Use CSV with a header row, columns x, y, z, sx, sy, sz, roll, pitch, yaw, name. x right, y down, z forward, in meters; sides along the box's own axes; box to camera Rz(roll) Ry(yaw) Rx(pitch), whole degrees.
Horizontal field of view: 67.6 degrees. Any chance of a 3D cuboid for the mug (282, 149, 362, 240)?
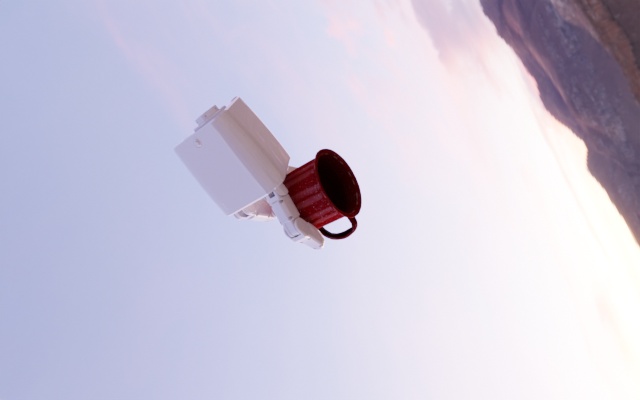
x,y,z,sx,sy,sz,roll,pitch,yaw,name
0.001,0.003,0.613,0.081,0.117,0.093,-27,20,32,mug
